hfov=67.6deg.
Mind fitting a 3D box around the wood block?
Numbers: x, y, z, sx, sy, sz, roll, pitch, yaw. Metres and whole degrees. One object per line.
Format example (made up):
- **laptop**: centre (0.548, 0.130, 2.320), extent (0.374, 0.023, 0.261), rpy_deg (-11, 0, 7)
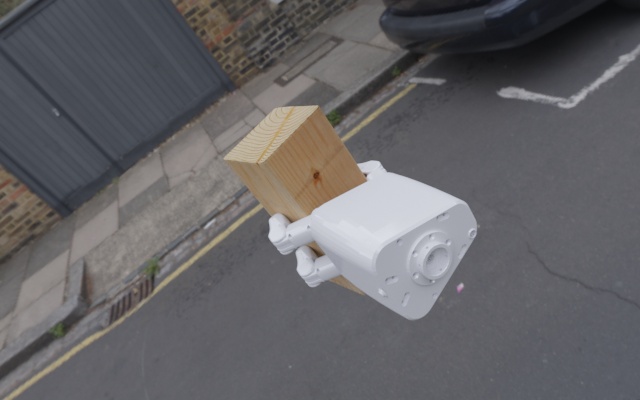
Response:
- **wood block**: centre (0.000, 0.002, 0.548), extent (0.090, 0.206, 0.090), rpy_deg (-48, 32, -21)
